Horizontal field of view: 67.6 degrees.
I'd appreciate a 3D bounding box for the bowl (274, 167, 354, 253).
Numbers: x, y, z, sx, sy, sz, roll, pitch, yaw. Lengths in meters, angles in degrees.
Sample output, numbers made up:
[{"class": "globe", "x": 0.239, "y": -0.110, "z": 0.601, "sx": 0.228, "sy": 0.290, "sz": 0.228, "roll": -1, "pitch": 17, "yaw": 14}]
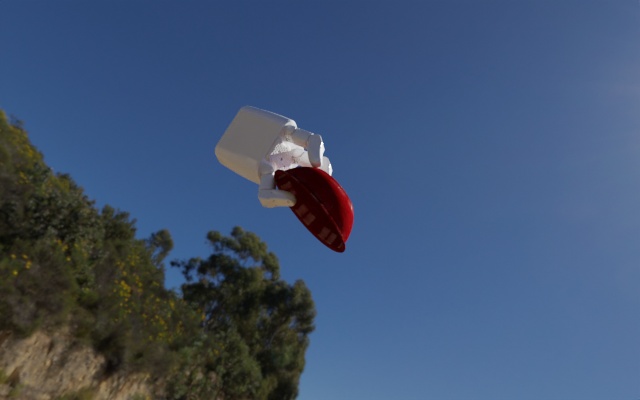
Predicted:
[{"class": "bowl", "x": 0.001, "y": 0.003, "z": 0.736, "sx": 0.055, "sy": 0.162, "sz": 0.162, "roll": -39, "pitch": 12, "yaw": -16}]
